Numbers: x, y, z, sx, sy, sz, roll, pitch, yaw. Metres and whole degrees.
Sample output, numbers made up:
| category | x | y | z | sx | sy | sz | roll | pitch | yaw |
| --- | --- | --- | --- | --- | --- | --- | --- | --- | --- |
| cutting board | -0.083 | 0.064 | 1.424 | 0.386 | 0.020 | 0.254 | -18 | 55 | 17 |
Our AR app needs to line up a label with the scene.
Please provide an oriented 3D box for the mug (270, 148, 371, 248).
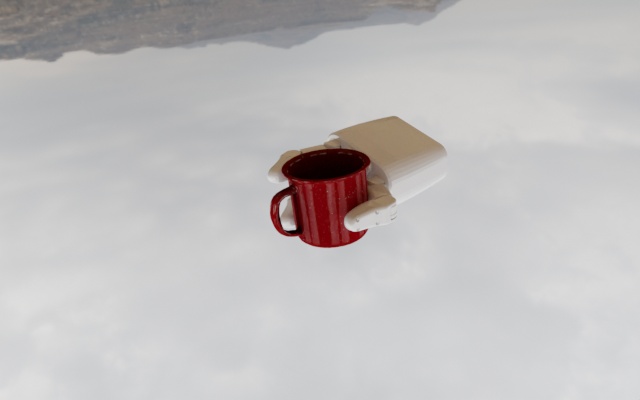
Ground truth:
| category | x | y | z | sx | sy | sz | roll | pitch | yaw |
| --- | --- | --- | --- | --- | --- | --- | --- | --- | --- |
| mug | -0.001 | 0.002 | 0.506 | 0.117 | 0.081 | 0.093 | -23 | 29 | -30 |
